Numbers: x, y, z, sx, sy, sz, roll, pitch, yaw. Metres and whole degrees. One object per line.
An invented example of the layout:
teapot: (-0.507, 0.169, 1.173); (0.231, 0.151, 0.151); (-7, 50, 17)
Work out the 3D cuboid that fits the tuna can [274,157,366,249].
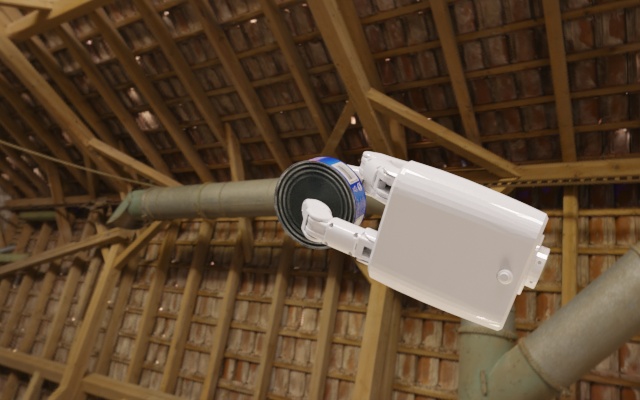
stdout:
tuna can: (0.000, 0.001, 0.461); (0.086, 0.086, 0.033); (0, 13, 27)
